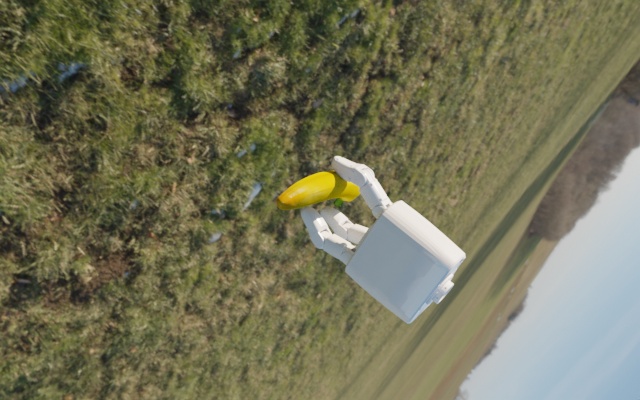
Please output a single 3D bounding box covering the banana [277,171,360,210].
[{"bbox_3d":[0.013,-0.012,0.648,0.037,0.070,0.198,45,17,19],"label":"banana"}]
